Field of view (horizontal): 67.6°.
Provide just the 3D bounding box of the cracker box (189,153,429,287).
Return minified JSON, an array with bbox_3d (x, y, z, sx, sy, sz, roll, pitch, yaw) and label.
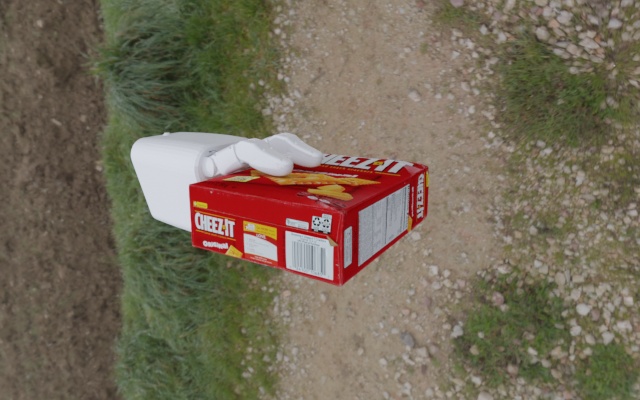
[{"bbox_3d":[0.000,0.002,0.494,0.164,0.072,0.213,10,19,29],"label":"cracker box"}]
